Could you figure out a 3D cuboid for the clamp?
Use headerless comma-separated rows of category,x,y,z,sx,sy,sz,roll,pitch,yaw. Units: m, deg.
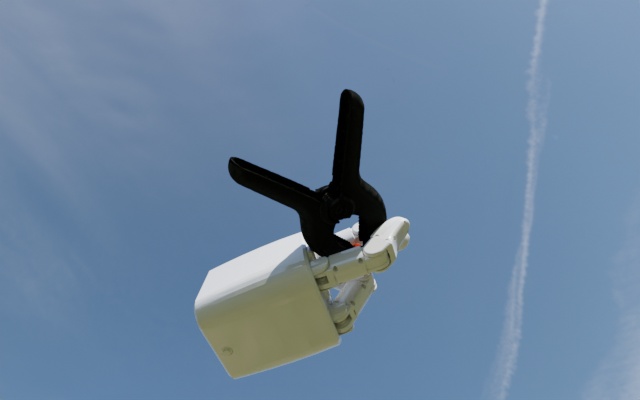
clamp,0.000,0.001,0.416,0.120,0.171,0.039,-20,29,0
